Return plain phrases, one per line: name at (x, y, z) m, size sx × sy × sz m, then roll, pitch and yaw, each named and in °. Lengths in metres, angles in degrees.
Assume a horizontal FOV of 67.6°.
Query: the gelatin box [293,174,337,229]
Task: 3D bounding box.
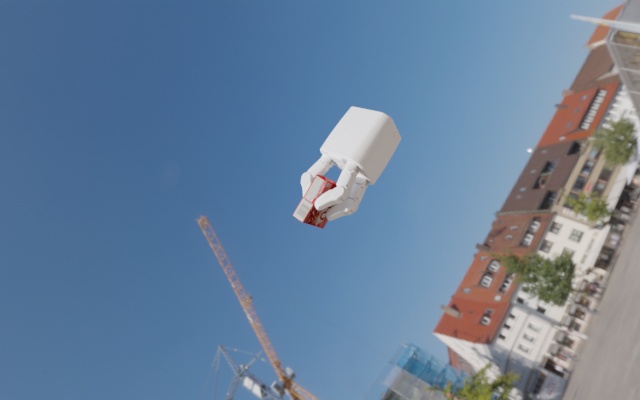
gelatin box at (0.000, 0.003, 0.864) m, size 0.030 × 0.089 × 0.073 m, roll 35°, pitch 7°, yaw 32°
